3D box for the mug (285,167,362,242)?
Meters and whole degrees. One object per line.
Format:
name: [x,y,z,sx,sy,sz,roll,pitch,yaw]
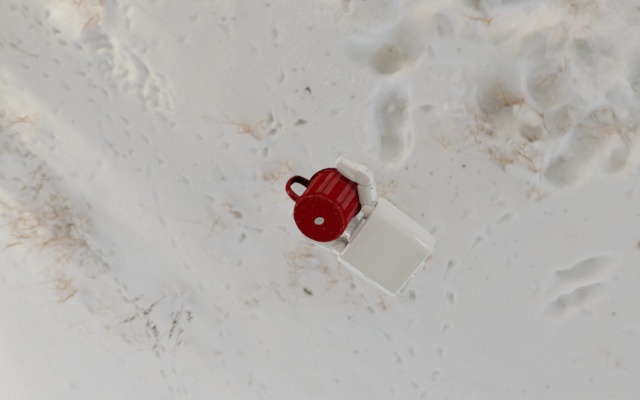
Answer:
mug: [-0.001,0.002,0.710,0.117,0.093,0.081,34,34,1]
